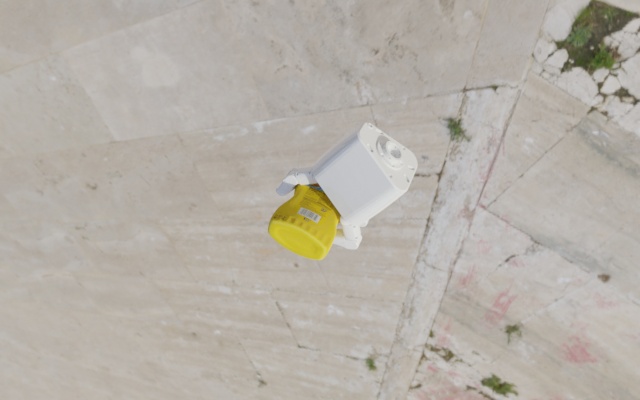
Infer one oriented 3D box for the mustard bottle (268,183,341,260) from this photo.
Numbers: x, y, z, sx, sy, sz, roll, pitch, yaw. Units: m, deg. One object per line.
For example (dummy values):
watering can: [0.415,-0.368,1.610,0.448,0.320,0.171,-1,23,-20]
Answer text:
mustard bottle: [0.000,0.003,0.753,0.096,0.058,0.191,25,44,7]
